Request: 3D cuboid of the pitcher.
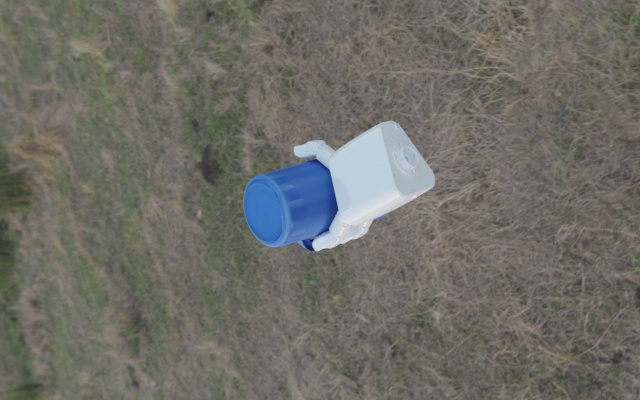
[{"bbox_3d":[0.000,0.002,0.770,0.243,0.149,0.145,-17,-9,-43],"label":"pitcher"}]
